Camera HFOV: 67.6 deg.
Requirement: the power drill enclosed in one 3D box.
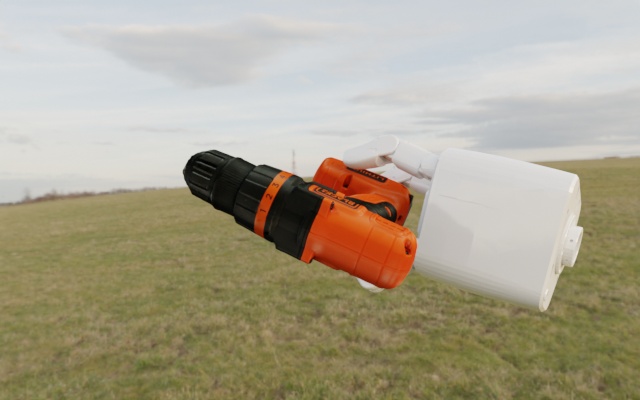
[{"bbox_3d":[0.000,0.001,0.413,0.184,0.057,0.187,26,16,13],"label":"power drill"}]
